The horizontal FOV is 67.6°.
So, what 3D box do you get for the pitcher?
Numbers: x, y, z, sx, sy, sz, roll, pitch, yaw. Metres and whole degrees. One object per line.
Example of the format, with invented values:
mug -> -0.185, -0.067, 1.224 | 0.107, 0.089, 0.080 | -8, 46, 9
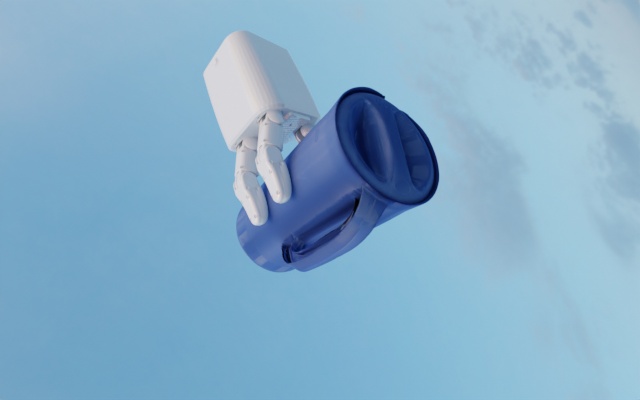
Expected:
pitcher -> 0.000, 0.002, 0.535 | 0.149, 0.145, 0.243 | -13, -17, -43
